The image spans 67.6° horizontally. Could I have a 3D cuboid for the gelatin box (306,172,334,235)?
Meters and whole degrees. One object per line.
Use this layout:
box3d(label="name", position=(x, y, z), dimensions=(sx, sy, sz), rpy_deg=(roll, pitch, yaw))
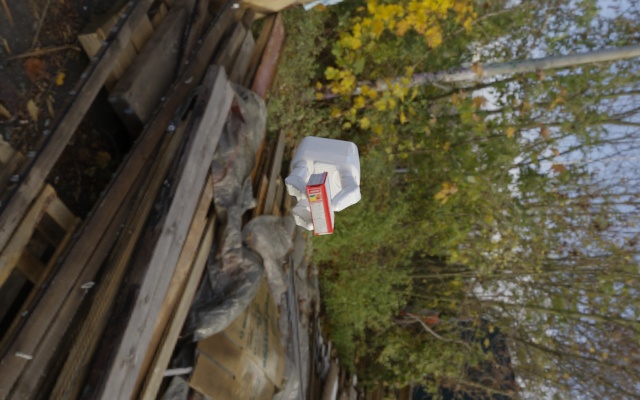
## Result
box3d(label="gelatin box", position=(0.001, 0.002, 0.704), dimensions=(0.030, 0.073, 0.089), rpy_deg=(-8, 14, 5))
